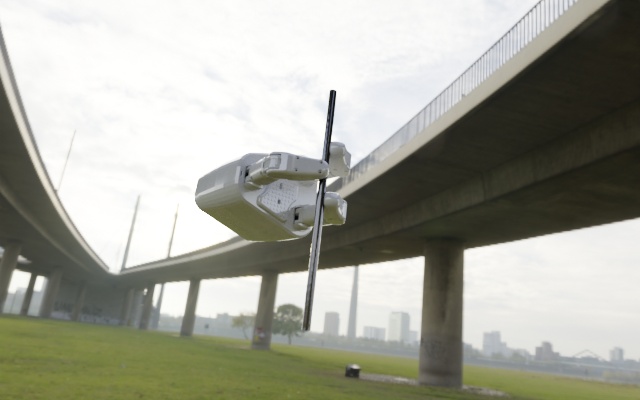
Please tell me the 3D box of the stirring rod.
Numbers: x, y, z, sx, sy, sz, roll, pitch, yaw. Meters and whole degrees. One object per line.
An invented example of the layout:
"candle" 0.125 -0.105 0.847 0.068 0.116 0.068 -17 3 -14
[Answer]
"stirring rod" 0.000 0.002 0.461 0.011 0.239 0.011 6 -16 2
